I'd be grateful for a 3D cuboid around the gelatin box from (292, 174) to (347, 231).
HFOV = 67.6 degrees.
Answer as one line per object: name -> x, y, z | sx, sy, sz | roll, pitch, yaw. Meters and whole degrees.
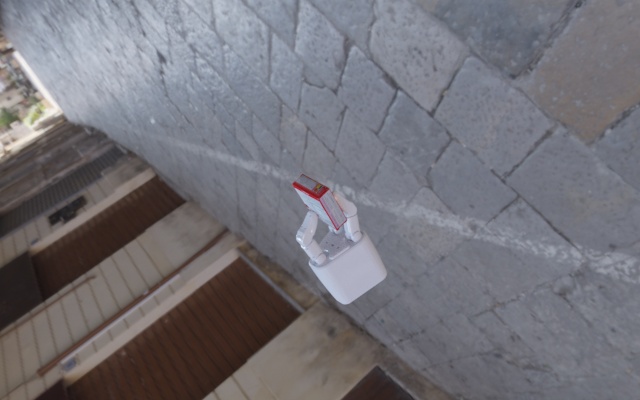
gelatin box -> 0.000, 0.003, 0.814 | 0.073, 0.030, 0.089 | 30, -20, 45
